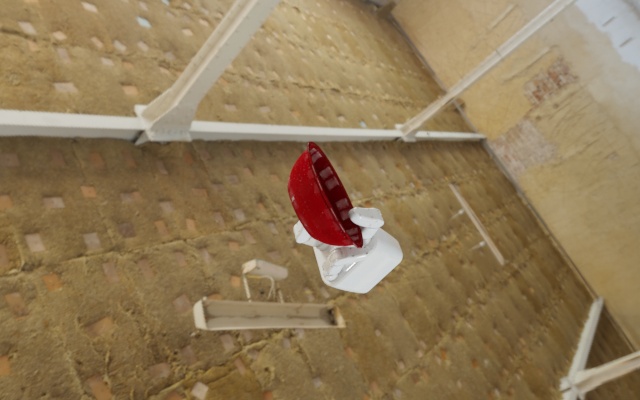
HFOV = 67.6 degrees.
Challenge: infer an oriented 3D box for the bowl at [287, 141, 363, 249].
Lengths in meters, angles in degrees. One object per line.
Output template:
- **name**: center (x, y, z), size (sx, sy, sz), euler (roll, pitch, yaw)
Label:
- **bowl**: center (-0.001, 0.002, 0.659), size (0.055, 0.162, 0.162), euler (-25, -6, 12)
